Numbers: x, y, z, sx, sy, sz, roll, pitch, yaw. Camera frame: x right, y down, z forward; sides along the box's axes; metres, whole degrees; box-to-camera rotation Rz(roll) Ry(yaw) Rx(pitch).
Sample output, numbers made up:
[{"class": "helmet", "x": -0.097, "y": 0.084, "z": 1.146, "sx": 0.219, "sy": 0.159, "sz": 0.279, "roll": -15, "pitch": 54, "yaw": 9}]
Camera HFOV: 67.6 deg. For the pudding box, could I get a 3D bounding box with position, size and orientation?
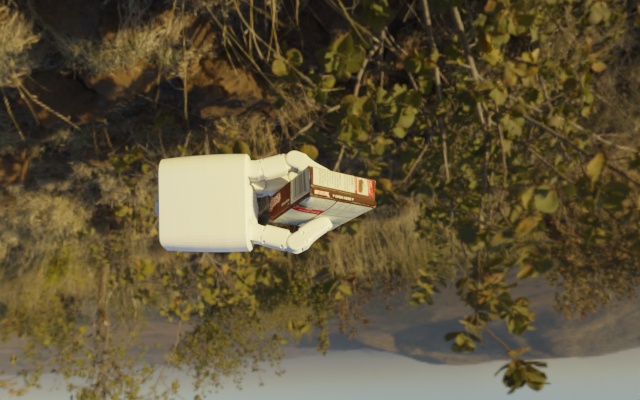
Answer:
[{"class": "pudding box", "x": 0.000, "y": 0.002, "z": 0.580, "sx": 0.090, "sy": 0.039, "sz": 0.113, "roll": 10, "pitch": -21, "yaw": -27}]
